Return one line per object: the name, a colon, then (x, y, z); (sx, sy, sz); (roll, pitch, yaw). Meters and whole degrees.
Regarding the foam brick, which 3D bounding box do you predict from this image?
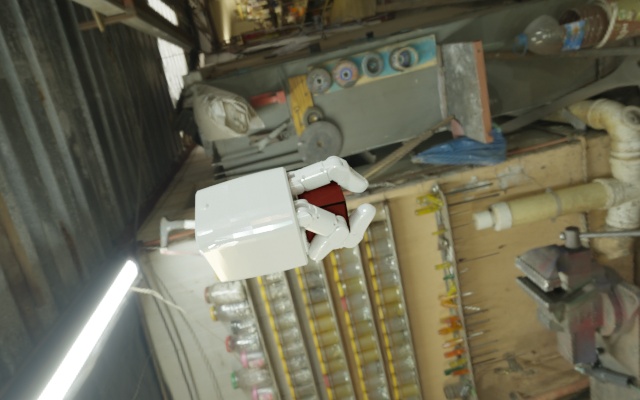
foam brick: (0.000, 0.002, 0.569); (0.051, 0.053, 0.078); (-14, 39, -3)
